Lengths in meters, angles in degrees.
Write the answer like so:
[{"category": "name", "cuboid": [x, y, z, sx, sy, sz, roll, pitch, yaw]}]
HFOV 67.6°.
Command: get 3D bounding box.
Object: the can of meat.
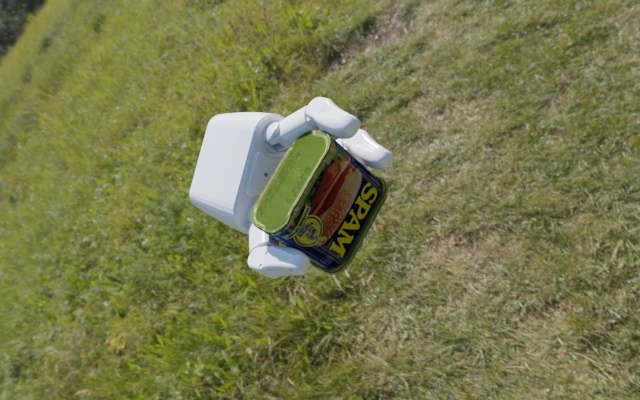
[{"category": "can of meat", "cuboid": [0.000, 0.001, 0.418, 0.084, 0.102, 0.057, 37, -11, -39]}]
